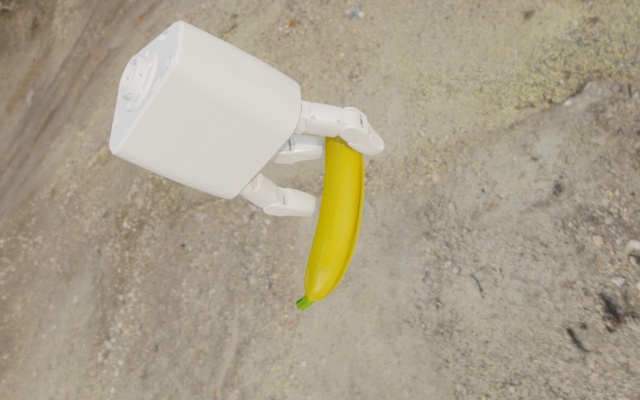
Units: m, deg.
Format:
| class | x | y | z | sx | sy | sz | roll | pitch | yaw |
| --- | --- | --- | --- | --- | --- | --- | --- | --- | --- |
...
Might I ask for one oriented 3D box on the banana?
| class | x | y | z | sx | sy | sz | roll | pitch | yaw |
| --- | --- | --- | --- | --- | --- | --- | --- | --- | --- |
| banana | 0.011 | 0.005 | 0.436 | 0.037 | 0.197 | 0.069 | 18 | -10 | -36 |
